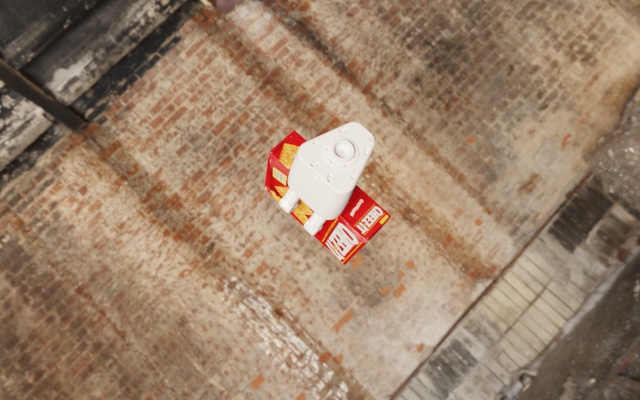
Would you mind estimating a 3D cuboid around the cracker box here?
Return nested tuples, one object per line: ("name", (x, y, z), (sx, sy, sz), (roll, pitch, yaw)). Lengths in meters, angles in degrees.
("cracker box", (0.000, 0.002, 0.829), (0.072, 0.213, 0.164), (-44, -7, -21))
